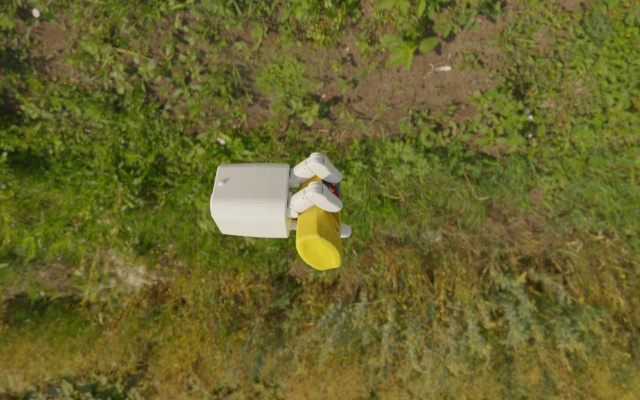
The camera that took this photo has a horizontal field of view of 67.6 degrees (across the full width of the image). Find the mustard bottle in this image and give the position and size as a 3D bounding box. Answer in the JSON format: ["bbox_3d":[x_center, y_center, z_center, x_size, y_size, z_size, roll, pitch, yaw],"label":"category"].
[{"bbox_3d":[0.000,0.003,0.729,0.058,0.191,0.096,-14,-40,19],"label":"mustard bottle"}]
